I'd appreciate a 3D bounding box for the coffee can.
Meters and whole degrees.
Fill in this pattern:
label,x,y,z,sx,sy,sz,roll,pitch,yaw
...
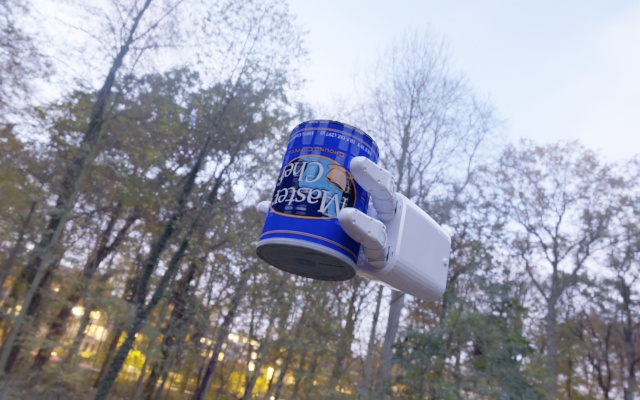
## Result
label,x,y,z,sx,sy,sz,roll,pitch,yaw
coffee can,0.000,0.002,0.502,0.103,0.140,0.103,12,-24,5
